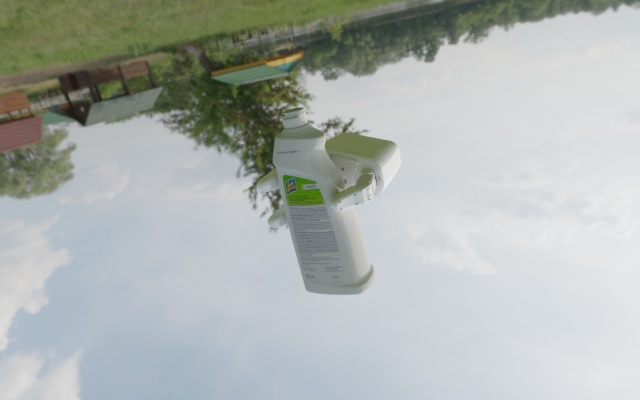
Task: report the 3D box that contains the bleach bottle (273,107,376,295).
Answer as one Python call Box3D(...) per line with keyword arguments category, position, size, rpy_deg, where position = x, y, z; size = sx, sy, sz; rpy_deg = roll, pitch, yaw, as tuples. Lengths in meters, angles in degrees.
Box3D(category="bleach bottle", position=(0.000, 0.002, 0.633), size=(0.102, 0.251, 0.068), rpy_deg=(-4, 21, 25))
